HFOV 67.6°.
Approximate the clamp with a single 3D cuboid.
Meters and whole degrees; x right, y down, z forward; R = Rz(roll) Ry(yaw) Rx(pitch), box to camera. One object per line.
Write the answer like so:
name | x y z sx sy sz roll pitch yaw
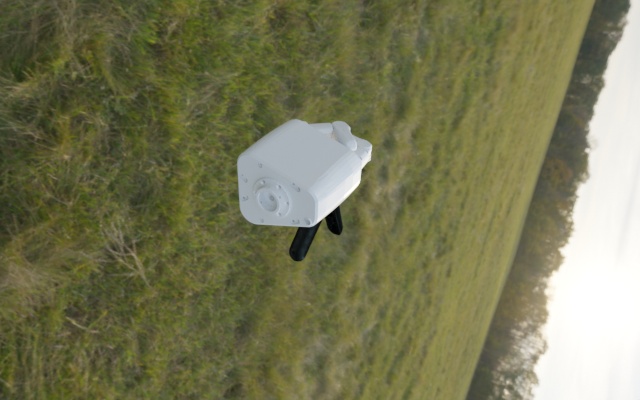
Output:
clamp | 0.001 0.002 0.661 0.039 0.172 0.120 17 35 23
